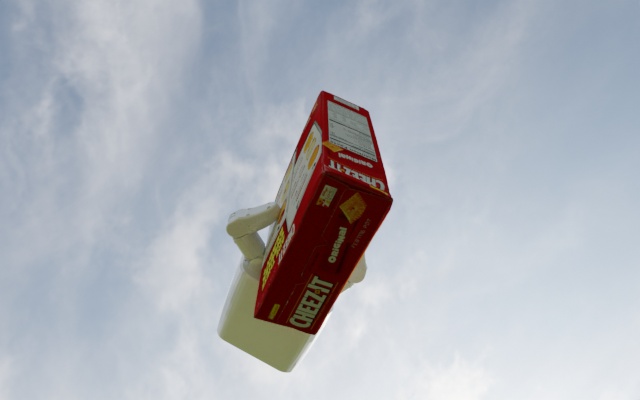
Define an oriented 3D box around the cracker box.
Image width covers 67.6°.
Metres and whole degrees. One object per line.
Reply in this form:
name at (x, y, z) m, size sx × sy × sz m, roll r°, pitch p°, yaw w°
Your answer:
cracker box at (0.000, 0.001, 0.494) m, size 0.072 × 0.164 × 0.213 m, roll 20°, pitch 28°, yaw -11°
